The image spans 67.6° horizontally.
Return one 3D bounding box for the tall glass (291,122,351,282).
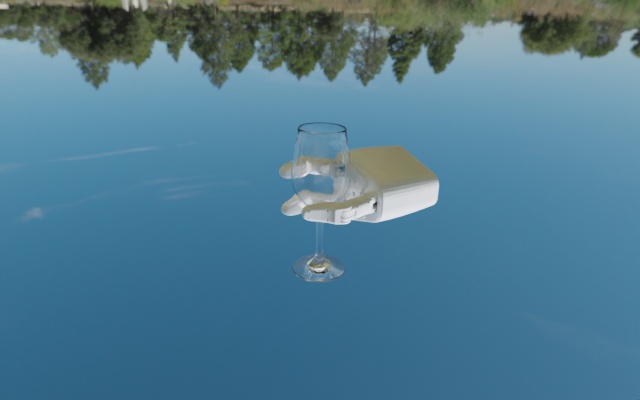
[{"bbox_3d":[0.000,0.003,0.630,0.079,0.201,0.079,1,22,0],"label":"tall glass"}]
